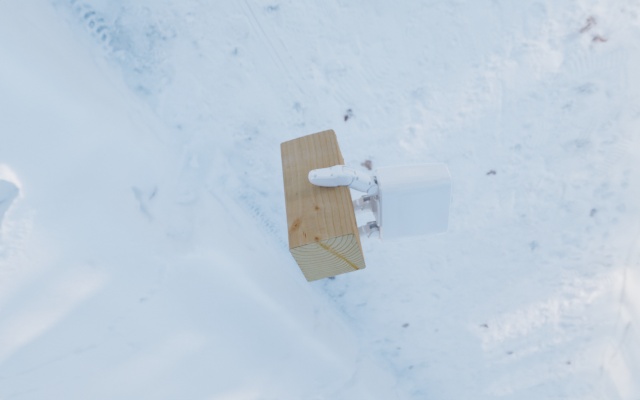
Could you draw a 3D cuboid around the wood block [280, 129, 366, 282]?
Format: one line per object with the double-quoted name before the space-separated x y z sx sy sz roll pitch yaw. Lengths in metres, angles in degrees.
"wood block" 0.000 0.002 0.712 0.090 0.206 0.091 -14 -41 7
